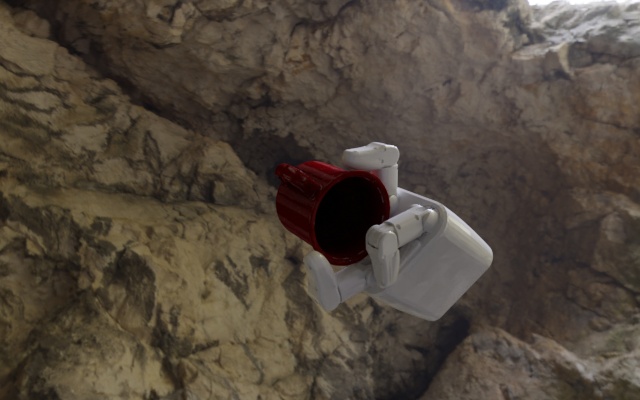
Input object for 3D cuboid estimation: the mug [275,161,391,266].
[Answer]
[{"bbox_3d":[-0.001,0.001,0.467,0.117,0.093,0.081,36,-6,-36],"label":"mug"}]
